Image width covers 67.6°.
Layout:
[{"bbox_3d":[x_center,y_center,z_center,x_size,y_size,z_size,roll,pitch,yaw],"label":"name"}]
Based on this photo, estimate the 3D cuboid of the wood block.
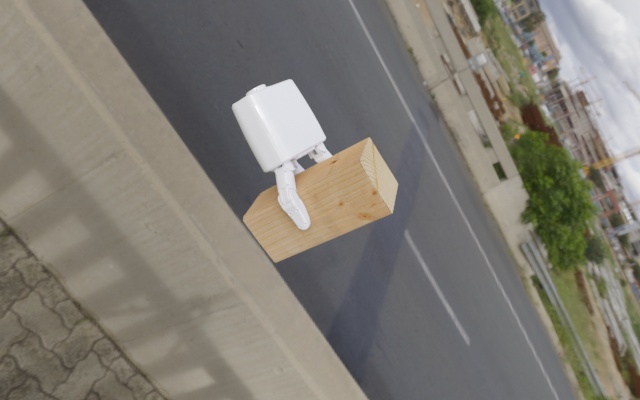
[{"bbox_3d":[0.000,0.002,0.712,0.206,0.090,0.090,-25,20,26],"label":"wood block"}]
